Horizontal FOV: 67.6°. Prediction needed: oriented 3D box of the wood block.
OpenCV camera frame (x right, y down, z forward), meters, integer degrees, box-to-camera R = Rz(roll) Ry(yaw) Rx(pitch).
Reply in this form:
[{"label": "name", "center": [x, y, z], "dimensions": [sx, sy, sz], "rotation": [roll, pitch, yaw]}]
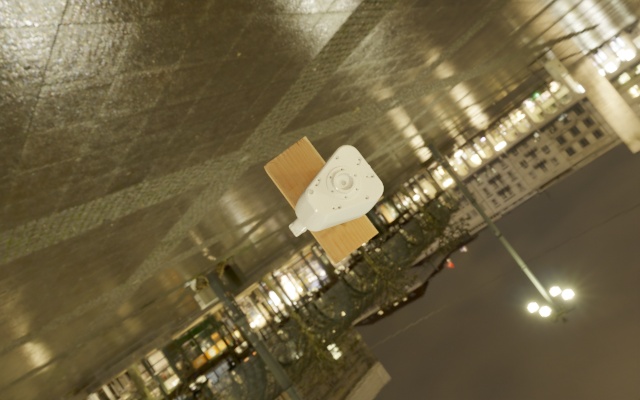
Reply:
[{"label": "wood block", "center": [0.000, 0.003, 0.843], "dimensions": [0.091, 0.206, 0.090], "rotation": [-36, -6, -4]}]
